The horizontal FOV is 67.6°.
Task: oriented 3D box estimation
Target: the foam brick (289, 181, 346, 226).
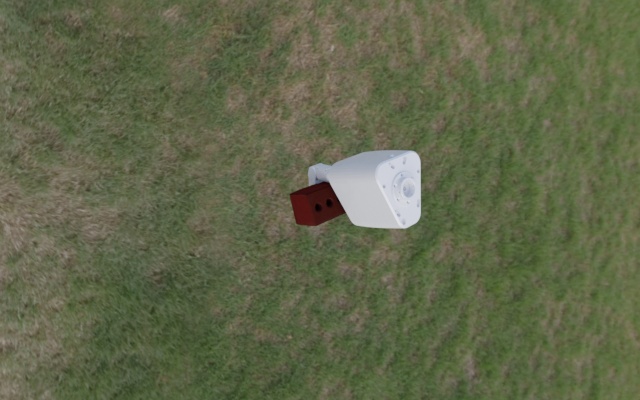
[{"bbox_3d":[0.000,0.003,0.753,0.078,0.053,0.051,-23,15,-33],"label":"foam brick"}]
